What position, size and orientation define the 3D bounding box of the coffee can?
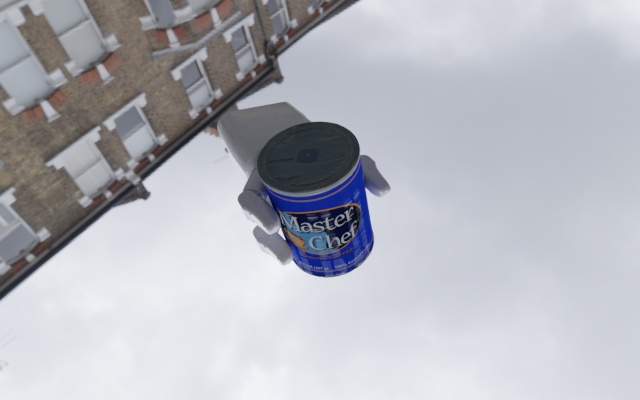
[{"bbox_3d":[0.000,0.002,0.515,0.103,0.102,0.140,0,-42,14],"label":"coffee can"}]
